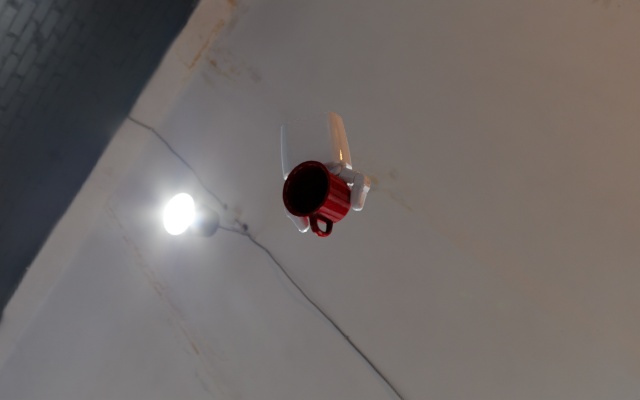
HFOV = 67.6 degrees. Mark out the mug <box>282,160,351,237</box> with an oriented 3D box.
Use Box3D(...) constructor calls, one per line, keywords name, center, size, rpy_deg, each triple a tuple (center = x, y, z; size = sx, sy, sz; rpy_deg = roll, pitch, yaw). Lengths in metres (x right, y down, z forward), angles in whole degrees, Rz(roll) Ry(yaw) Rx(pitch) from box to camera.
Box3D(name="mug", center=(0.000, 0.004, 0.774), size=(0.093, 0.117, 0.081), rpy_deg=(-20, -26, 28))
